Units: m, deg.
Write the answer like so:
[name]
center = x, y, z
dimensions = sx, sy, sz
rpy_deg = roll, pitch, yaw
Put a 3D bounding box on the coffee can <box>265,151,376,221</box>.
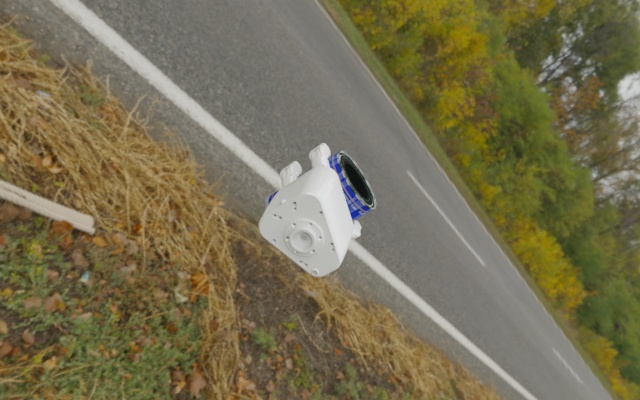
[coffee can]
center = 0.000, 0.002, 0.739
dimensions = 0.140, 0.103, 0.103
rpy_deg = -31, -11, 19
